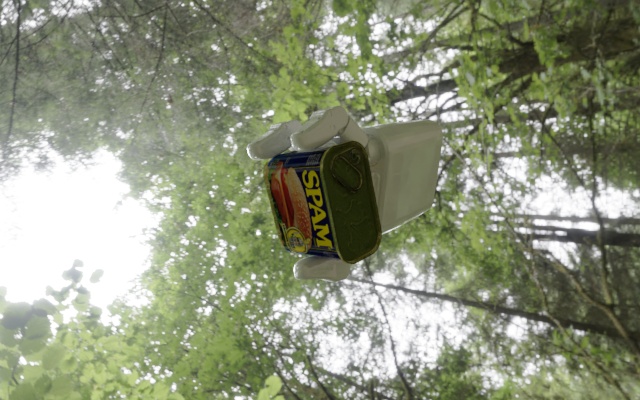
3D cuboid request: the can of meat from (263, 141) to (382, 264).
[{"bbox_3d":[0.000,0.002,0.432,0.057,0.102,0.084,-22,15,-41],"label":"can of meat"}]
